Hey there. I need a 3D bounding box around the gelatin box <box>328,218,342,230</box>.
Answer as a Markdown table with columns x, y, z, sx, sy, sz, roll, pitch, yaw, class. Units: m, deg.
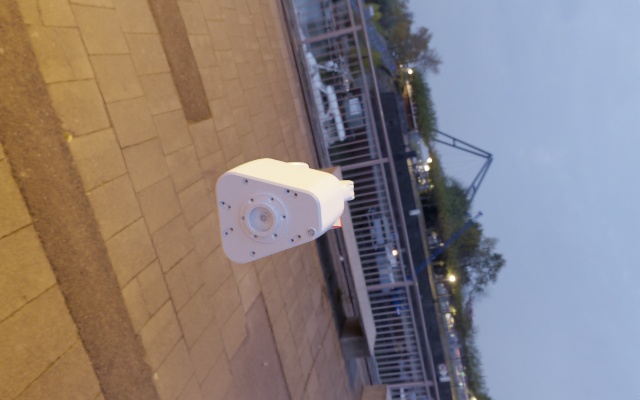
| x | y | z | sx | sy | sz | roll | pitch | yaw | class |
| --- | --- | --- | --- | --- | --- | --- | --- | --- | --- |
| 0.001 | 0.002 | 0.640 | 0.030 | 0.073 | 0.089 | -10 | -6 | 16 | gelatin box |
